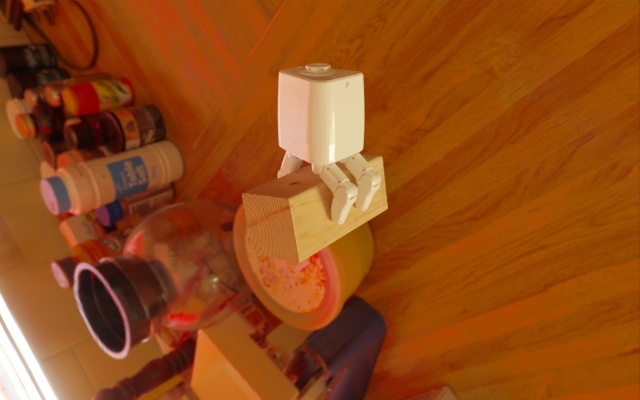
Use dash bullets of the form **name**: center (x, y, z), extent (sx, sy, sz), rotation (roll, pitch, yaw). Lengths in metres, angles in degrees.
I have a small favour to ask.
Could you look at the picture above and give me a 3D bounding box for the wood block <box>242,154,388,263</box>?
- **wood block**: center (0.000, 0.002, 0.685), extent (0.091, 0.090, 0.206), rotation (7, 23, 41)
